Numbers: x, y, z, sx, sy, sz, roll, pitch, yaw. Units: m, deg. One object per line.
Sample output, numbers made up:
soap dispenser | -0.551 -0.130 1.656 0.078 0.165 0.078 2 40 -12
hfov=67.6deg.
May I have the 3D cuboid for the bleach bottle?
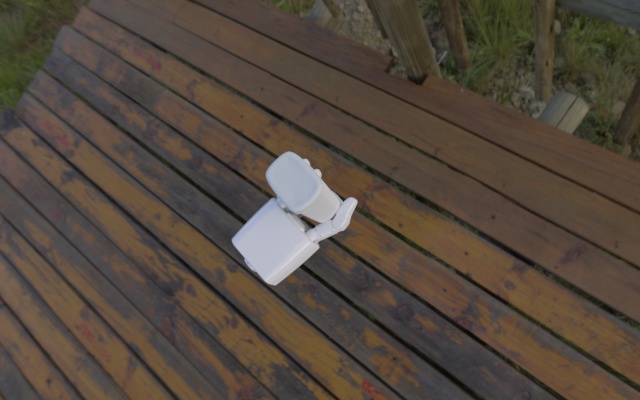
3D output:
bleach bottle | 0.000 0.003 0.830 0.102 0.068 0.251 49 5 26
